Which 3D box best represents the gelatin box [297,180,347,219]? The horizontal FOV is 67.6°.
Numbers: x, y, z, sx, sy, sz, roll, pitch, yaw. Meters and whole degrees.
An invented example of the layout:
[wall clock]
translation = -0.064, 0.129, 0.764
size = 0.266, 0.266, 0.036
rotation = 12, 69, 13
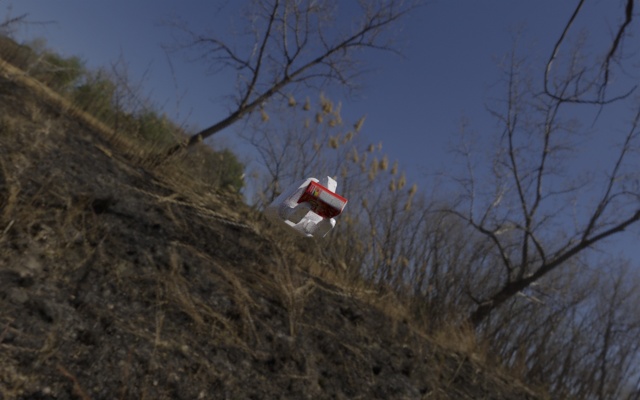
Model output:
[gelatin box]
translation = 0.000, 0.002, 0.862
size = 0.073, 0.030, 0.089
rotation = 30, -18, -5
